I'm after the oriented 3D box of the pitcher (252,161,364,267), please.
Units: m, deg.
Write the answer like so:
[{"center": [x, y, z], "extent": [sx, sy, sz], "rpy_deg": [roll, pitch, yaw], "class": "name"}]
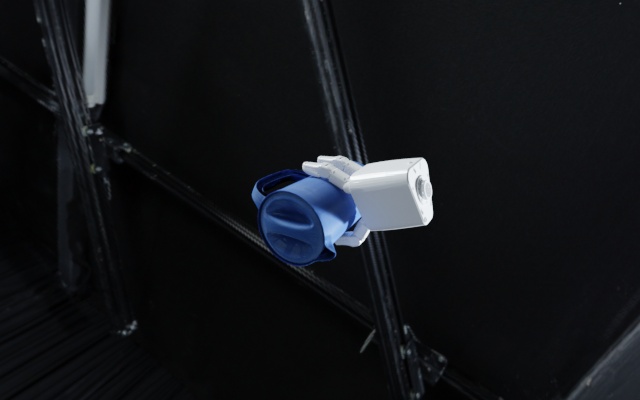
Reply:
[{"center": [0.000, 0.003, 0.870], "extent": [0.145, 0.149, 0.242], "rpy_deg": [-8, 15, 35], "class": "pitcher"}]
